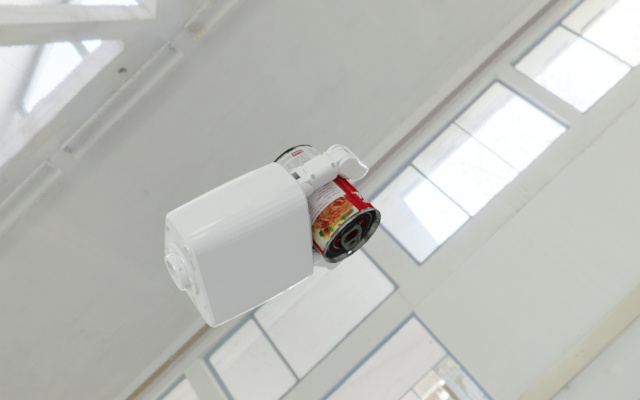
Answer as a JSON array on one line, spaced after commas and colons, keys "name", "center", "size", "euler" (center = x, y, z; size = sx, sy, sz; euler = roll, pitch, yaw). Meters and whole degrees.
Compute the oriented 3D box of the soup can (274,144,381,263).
[{"name": "soup can", "center": [0.000, 0.001, 0.465], "size": [0.068, 0.068, 0.102], "euler": [0, 40, -53]}]
